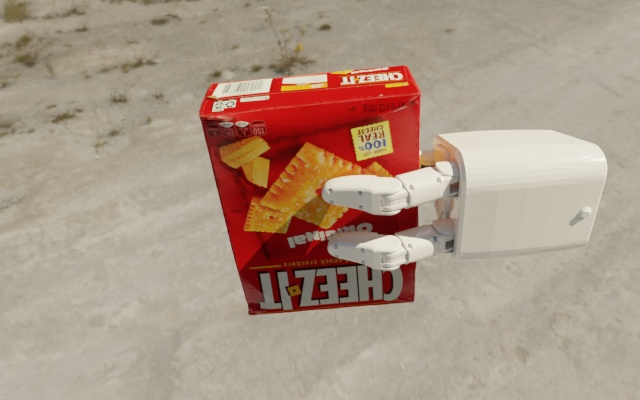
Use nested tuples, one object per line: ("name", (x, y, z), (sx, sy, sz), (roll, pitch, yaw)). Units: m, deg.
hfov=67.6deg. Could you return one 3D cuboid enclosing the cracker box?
("cracker box", (0.000, 0.001, 0.420), (0.164, 0.214, 0.072), (-5, 34, 2))
